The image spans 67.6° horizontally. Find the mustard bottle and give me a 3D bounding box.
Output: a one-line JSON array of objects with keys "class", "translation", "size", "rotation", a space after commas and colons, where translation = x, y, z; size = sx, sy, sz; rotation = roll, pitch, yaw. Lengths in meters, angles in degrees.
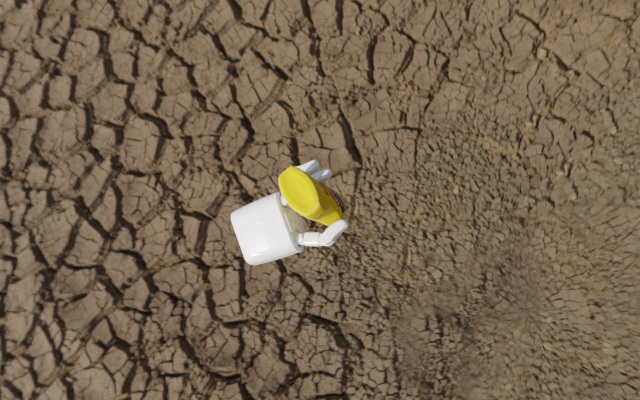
[{"class": "mustard bottle", "translation": [0.000, 0.003, 0.867], "size": [0.058, 0.096, 0.192], "rotation": [-43, -25, 9]}]
